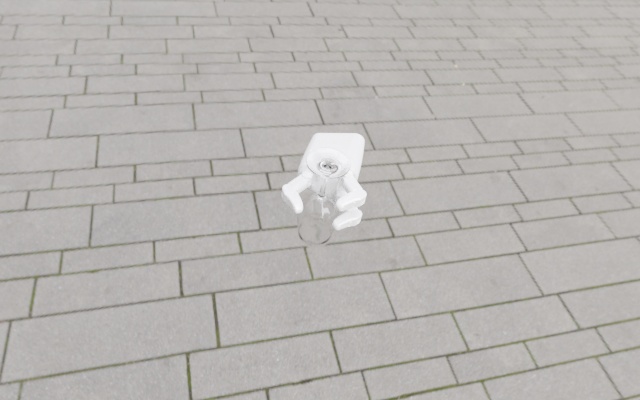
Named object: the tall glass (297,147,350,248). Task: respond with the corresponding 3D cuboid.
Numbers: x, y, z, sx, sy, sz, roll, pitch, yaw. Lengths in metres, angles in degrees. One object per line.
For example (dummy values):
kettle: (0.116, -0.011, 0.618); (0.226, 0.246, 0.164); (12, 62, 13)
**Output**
tall glass: (0.000, 0.002, 0.860); (0.079, 0.079, 0.201); (0, -42, -10)
